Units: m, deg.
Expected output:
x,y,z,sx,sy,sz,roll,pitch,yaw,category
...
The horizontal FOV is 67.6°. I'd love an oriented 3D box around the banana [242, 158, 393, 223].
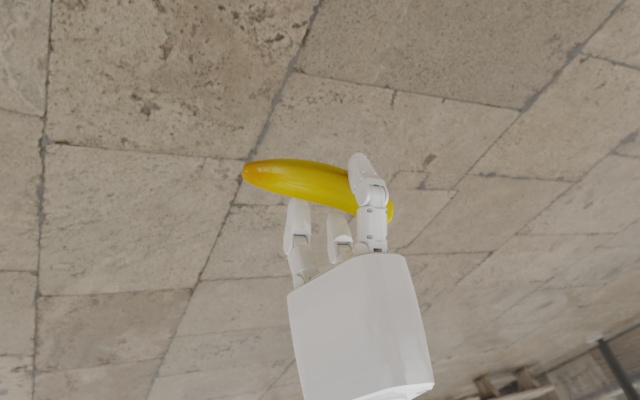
x,y,z,sx,sy,sz,roll,pitch,yaw,category
0.017,-0.004,0.463,0.069,0.037,0.198,-23,-30,33,banana
